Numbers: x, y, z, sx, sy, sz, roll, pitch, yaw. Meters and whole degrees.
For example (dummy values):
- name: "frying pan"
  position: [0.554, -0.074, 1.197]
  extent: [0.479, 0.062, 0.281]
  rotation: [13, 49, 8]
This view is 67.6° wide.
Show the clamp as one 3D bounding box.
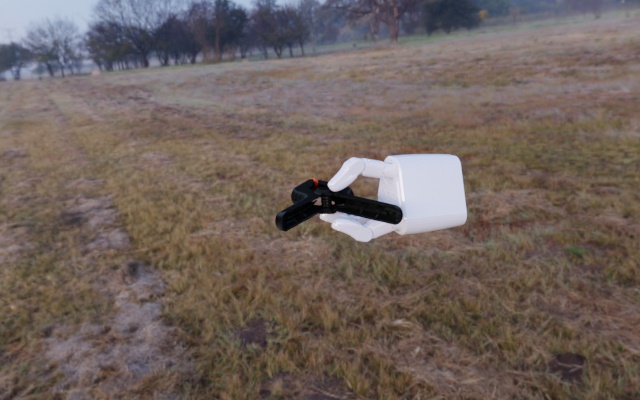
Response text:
- name: "clamp"
  position: [0.000, 0.001, 0.684]
  extent: [0.164, 0.036, 0.210]
  rotation: [-4, 15, -17]
